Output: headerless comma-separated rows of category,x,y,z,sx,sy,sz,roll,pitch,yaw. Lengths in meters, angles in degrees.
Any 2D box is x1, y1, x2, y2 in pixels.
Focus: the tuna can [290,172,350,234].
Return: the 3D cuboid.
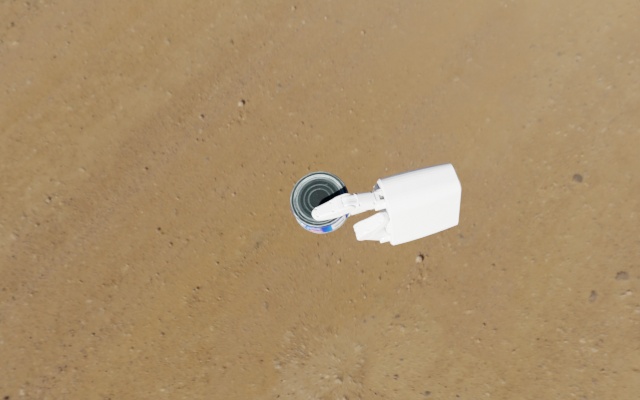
tuna can,0.000,0.002,0.689,0.086,0.086,0.034,0,-18,8
